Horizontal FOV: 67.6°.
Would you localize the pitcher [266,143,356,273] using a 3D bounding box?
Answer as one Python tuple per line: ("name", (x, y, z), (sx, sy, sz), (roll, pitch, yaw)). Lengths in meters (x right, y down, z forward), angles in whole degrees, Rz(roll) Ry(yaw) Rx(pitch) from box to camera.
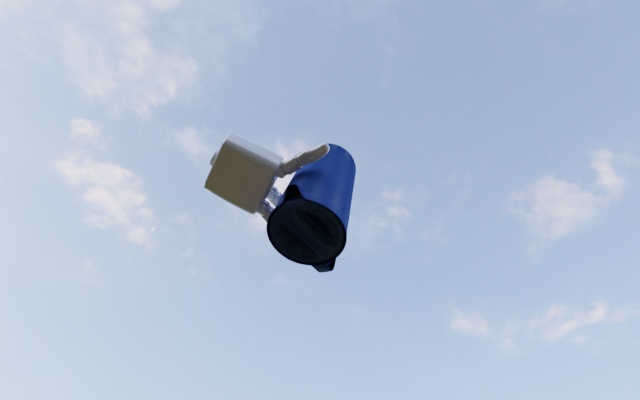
("pitcher", (0.000, 0.003, 0.870), (0.145, 0.149, 0.242), (27, 34, -5))
